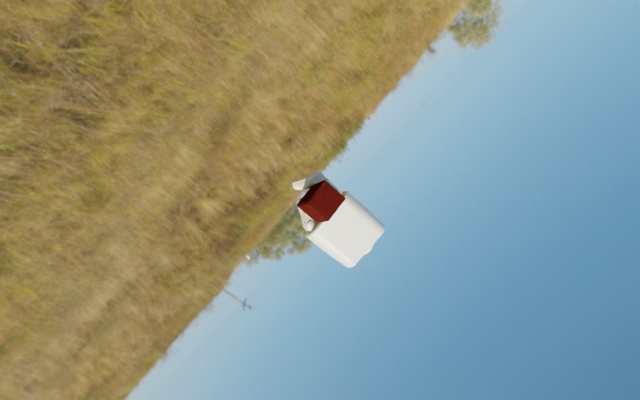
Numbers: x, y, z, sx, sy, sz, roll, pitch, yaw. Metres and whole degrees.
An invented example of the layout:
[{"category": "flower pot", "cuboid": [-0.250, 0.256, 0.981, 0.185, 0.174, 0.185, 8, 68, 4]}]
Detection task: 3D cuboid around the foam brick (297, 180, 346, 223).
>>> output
[{"category": "foam brick", "cuboid": [0.000, 0.003, 0.849, 0.051, 0.053, 0.078, 41, -14, -10]}]
